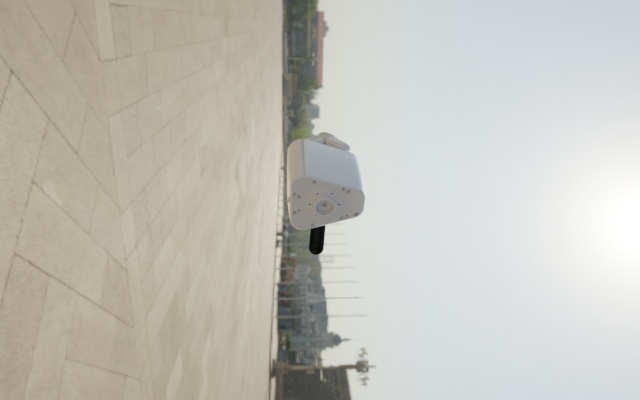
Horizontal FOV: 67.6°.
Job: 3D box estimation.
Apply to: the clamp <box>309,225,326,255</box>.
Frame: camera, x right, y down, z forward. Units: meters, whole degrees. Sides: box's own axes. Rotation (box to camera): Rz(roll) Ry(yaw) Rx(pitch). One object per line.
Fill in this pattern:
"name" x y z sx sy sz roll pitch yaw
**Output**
"clamp" 0.001 0.002 0.804 0.039 0.172 0.120 0 33 -4
